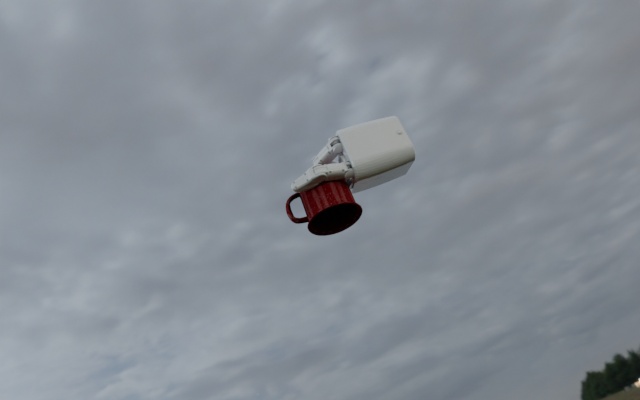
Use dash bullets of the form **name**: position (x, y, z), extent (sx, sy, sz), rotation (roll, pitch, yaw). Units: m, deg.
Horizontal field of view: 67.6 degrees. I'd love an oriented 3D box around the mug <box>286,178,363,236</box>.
- **mug**: position (-0.001, 0.003, 0.783), extent (0.117, 0.081, 0.093), rotation (-17, -32, -7)
